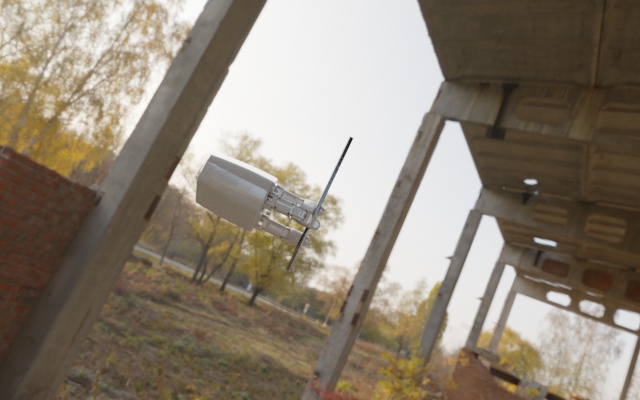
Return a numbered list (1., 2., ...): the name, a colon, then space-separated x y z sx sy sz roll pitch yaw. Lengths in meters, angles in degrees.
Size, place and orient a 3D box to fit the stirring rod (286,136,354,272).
1. stirring rod: 0.000 0.003 0.763 0.011 0.239 0.011 24 -12 5
